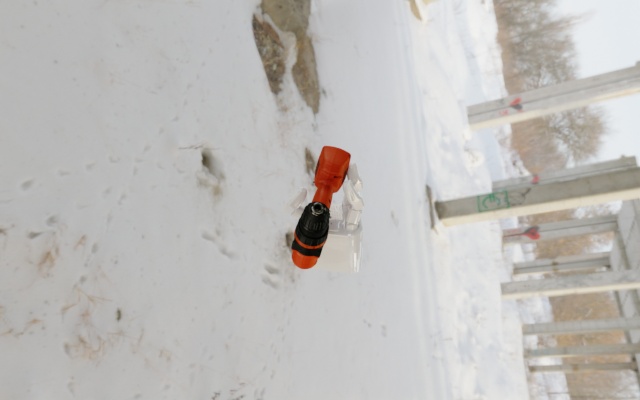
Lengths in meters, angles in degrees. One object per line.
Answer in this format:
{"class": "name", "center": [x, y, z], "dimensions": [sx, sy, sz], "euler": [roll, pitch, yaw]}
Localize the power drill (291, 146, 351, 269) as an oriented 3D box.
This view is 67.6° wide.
{"class": "power drill", "center": [0.000, 0.002, 0.791], "dimensions": [0.057, 0.187, 0.184], "euler": [19, -32, 0]}
